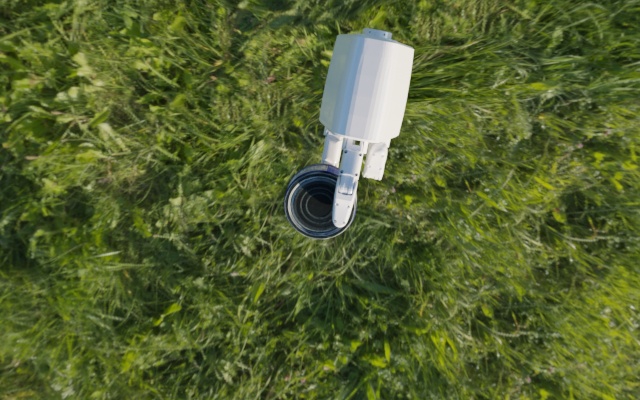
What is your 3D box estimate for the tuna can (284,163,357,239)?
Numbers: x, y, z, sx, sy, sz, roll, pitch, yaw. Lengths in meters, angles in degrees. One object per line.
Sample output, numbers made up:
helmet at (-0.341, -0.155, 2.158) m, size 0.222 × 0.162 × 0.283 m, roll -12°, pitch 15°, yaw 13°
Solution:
tuna can at (0.000, 0.002, 0.563) m, size 0.086 × 0.086 × 0.033 m, roll 0°, pitch 20°, yaw 4°
